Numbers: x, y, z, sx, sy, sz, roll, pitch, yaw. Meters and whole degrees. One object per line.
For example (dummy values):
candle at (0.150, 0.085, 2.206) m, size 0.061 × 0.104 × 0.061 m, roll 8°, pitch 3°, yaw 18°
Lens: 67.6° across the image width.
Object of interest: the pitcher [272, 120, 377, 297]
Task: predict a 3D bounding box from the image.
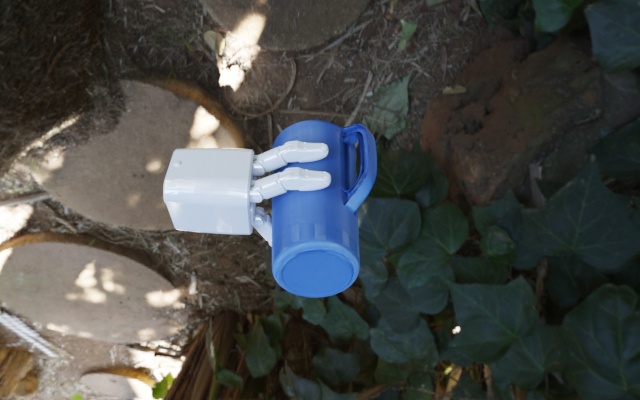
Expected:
pitcher at (0.000, 0.002, 0.659) m, size 0.145 × 0.149 × 0.242 m, roll 3°, pitch 43°, yaw -5°
